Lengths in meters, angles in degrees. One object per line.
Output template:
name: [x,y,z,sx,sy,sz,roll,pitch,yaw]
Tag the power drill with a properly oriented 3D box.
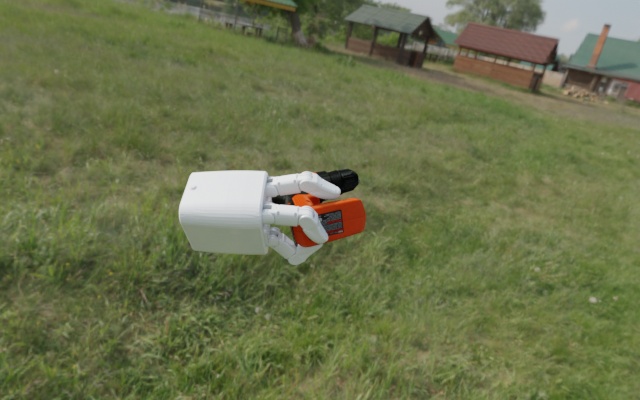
power drill: [0.000,0.003,0.739,0.184,0.057,0.187,-15,20,-14]
